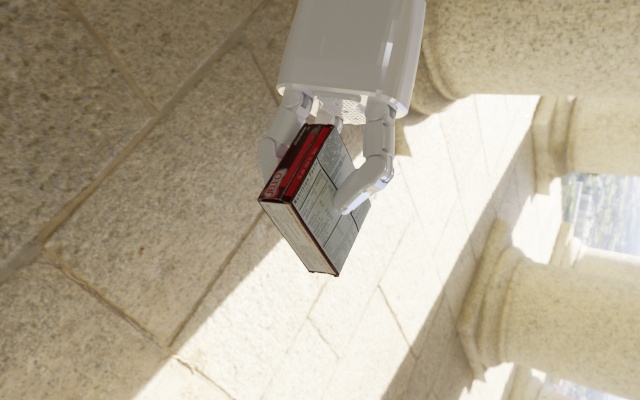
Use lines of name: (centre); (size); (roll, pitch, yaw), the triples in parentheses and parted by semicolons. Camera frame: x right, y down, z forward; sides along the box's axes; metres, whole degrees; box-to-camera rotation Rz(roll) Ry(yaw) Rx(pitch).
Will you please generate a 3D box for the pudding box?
pudding box: (0.000, 0.001, 0.428); (0.039, 0.090, 0.114); (6, -36, 35)
